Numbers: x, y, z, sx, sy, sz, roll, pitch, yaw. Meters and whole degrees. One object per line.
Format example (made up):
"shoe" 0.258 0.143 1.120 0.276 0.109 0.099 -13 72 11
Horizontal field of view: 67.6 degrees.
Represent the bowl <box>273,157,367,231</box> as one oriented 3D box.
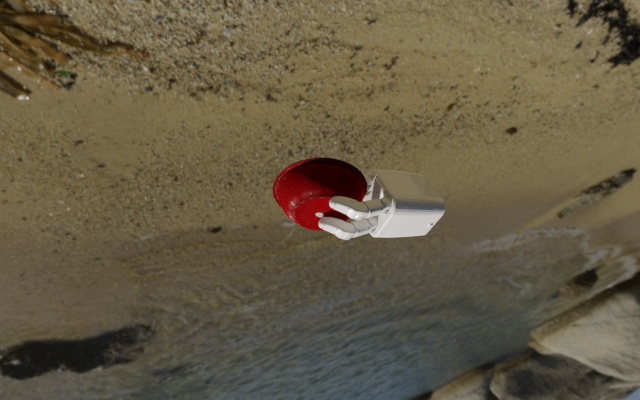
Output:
"bowl" -0.001 0.003 0.798 0.162 0.055 0.162 -1 -39 -1
